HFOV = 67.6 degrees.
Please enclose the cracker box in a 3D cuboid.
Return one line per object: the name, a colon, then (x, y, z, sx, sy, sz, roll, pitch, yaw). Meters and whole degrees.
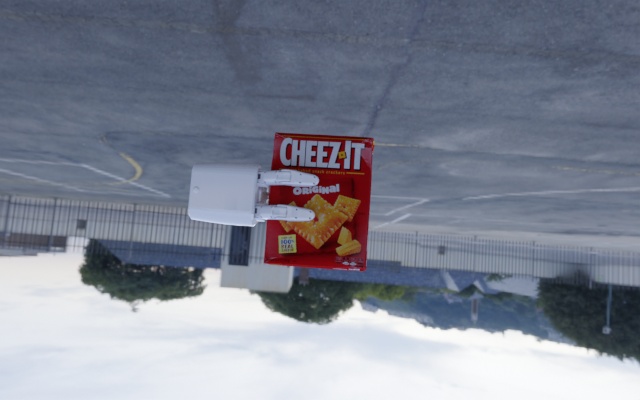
cracker box: (0.000, 0.003, 0.778, 0.164, 0.213, 0.072, 4, -6, 5)
